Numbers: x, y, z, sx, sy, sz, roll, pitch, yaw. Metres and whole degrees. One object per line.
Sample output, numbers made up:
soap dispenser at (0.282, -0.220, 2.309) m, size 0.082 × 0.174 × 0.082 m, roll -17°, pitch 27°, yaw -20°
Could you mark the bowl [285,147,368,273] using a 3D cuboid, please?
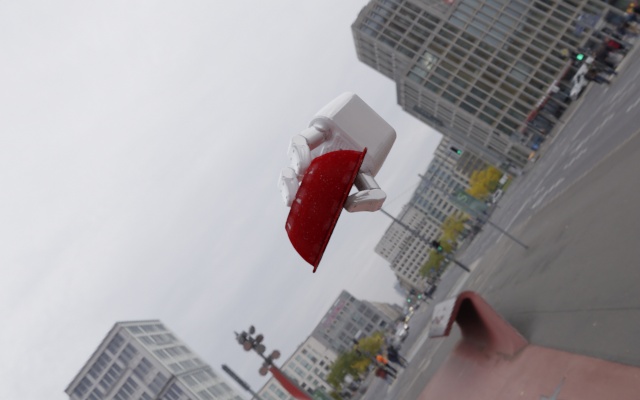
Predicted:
bowl at (-0.001, 0.002, 0.567) m, size 0.055 × 0.162 × 0.162 m, roll 23°, pitch 0°, yaw 1°
